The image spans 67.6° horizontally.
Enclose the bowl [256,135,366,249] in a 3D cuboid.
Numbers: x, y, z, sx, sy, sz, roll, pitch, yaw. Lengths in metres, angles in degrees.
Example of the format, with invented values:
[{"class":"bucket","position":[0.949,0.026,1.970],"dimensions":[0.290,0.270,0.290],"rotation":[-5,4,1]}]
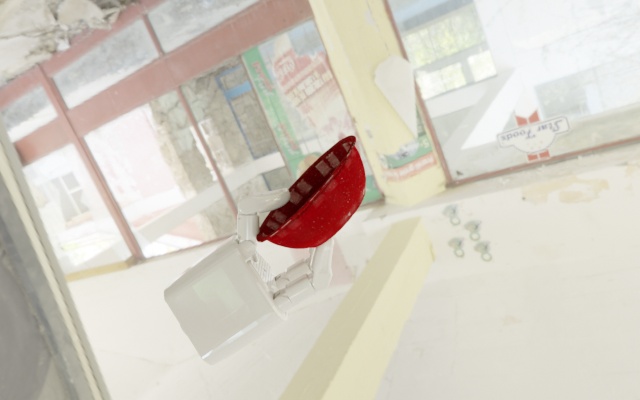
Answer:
[{"class":"bowl","position":[0.001,0.001,0.545],"dimensions":[0.055,0.162,0.162],"rotation":[42,-11,-12]}]
